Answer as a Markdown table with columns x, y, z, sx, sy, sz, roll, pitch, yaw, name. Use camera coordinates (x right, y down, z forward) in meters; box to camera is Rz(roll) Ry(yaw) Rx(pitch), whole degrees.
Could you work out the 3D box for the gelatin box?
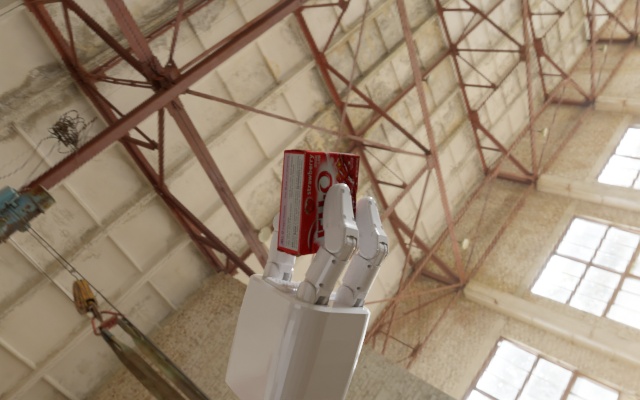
| x | y | z | sx | sy | sz | roll | pitch | yaw | name |
| --- | --- | --- | --- | --- | --- | --- | --- | --- | --- |
| 0.000 | 0.001 | 0.421 | 0.030 | 0.089 | 0.073 | 8 | 7 | 42 | gelatin box |
